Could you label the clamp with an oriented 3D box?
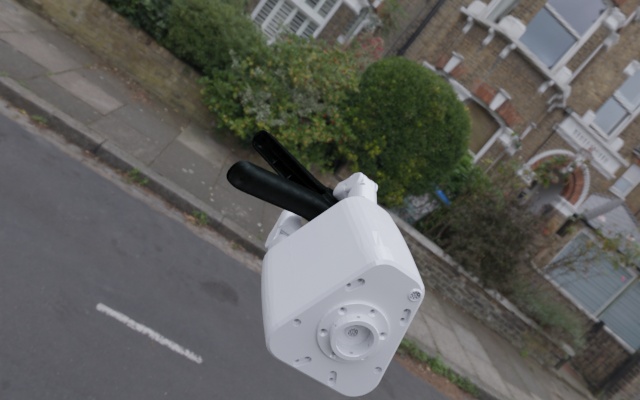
[{"bbox_3d":[0.001,0.001,0.499,0.210,0.036,0.164,35,17,-17],"label":"clamp"}]
